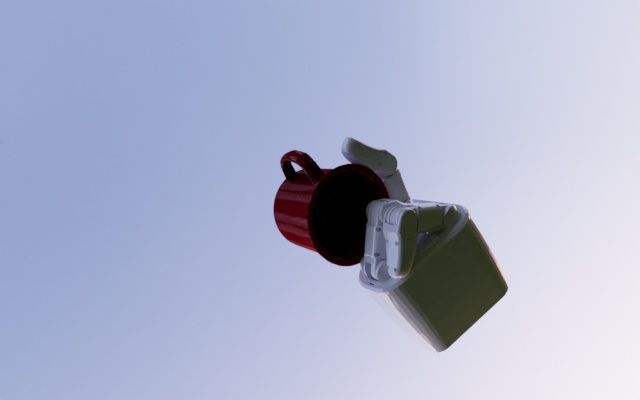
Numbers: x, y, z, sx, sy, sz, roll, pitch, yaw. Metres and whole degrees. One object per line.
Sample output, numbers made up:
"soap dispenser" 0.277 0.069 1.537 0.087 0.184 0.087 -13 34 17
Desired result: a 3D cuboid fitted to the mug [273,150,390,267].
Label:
"mug" -0.001 0.000 0.456 0.093 0.117 0.081 -47 27 -20
